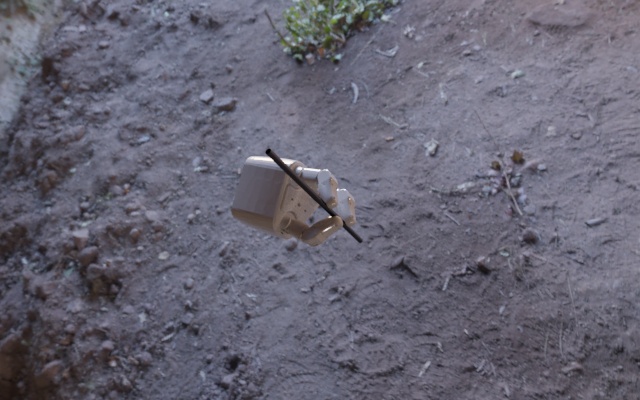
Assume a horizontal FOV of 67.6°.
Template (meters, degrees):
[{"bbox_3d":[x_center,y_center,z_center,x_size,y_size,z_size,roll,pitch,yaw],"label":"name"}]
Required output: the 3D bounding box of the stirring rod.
[{"bbox_3d":[0.000,0.002,0.636,0.011,0.011,0.240,0,-29,35],"label":"stirring rod"}]
